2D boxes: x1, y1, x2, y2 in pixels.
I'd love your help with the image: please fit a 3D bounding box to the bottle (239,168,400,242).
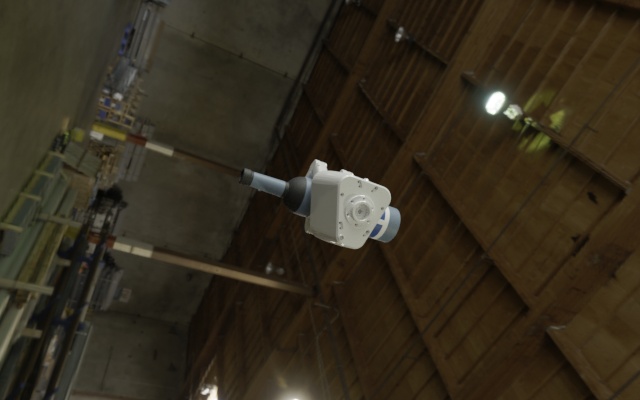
[{"bbox_3d":[0.000,0.003,0.836,0.296,0.069,0.069,19,-7,-22],"label":"bottle"}]
